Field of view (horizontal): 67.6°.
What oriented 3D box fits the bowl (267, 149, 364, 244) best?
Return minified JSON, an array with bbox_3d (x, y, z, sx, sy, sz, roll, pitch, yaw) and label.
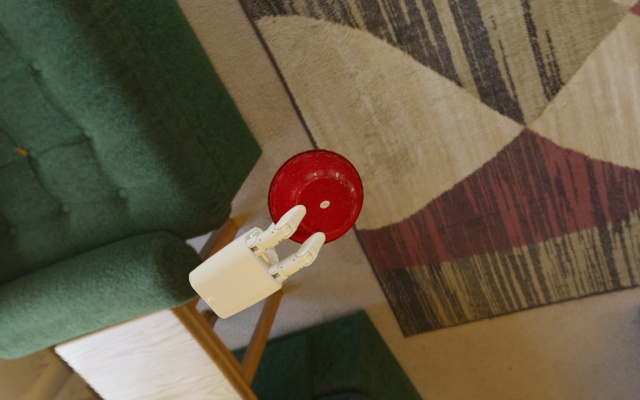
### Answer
[{"bbox_3d":[0.001,0.002,0.753,0.162,0.162,0.055,0,14,-15],"label":"bowl"}]
